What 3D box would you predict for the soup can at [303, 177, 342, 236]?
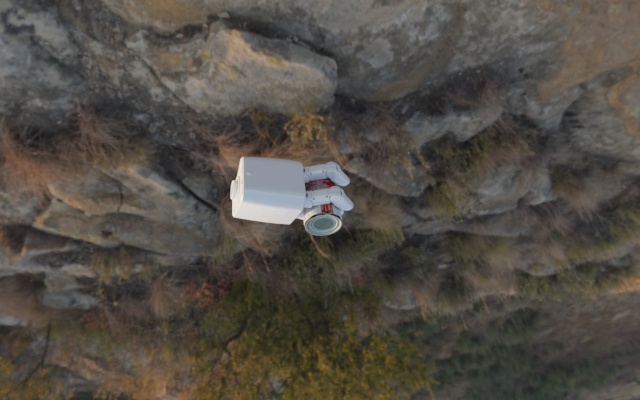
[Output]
[{"bbox_3d":[0.001,0.003,0.853,0.068,0.102,0.069,-5,-36,-4],"label":"soup can"}]
